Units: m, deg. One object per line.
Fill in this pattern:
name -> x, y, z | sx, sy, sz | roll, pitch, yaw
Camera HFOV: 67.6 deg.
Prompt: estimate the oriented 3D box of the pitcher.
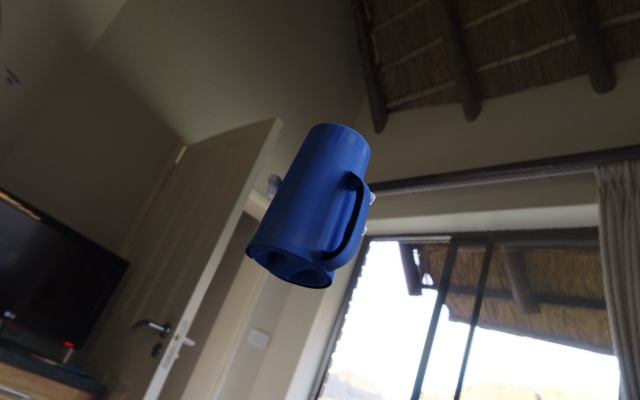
pitcher -> 0.000, 0.002, 0.726 | 0.149, 0.242, 0.145 | 20, -26, 5
